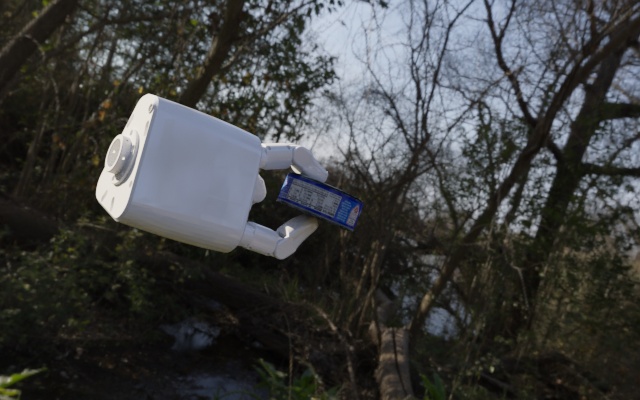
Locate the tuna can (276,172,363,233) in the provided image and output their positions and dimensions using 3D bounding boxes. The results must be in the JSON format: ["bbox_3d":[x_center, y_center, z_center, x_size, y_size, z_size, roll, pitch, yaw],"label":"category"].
[{"bbox_3d":[0.000,0.001,0.492,0.086,0.034,0.086,22,-3,1],"label":"tuna can"}]
